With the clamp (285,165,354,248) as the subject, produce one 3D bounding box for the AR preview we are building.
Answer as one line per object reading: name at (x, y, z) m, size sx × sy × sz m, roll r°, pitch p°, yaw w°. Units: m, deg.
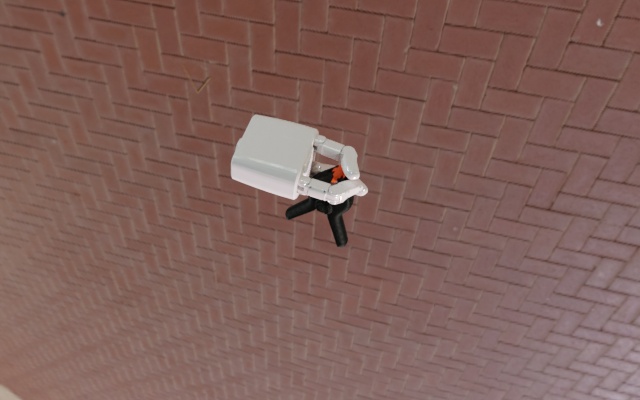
clamp at (0.000, 0.003, 0.793) m, size 0.120 × 0.172 × 0.039 m, roll 18°, pitch 45°, yaw 8°
